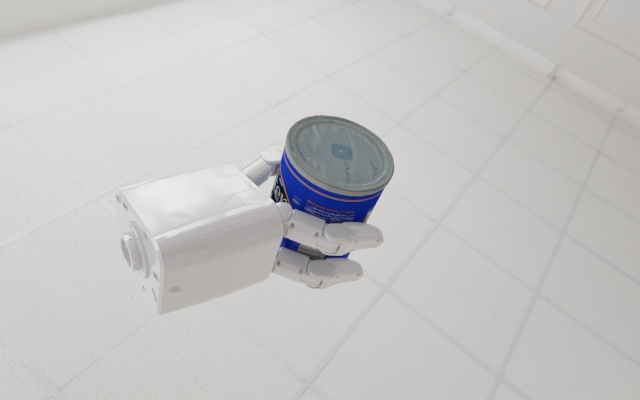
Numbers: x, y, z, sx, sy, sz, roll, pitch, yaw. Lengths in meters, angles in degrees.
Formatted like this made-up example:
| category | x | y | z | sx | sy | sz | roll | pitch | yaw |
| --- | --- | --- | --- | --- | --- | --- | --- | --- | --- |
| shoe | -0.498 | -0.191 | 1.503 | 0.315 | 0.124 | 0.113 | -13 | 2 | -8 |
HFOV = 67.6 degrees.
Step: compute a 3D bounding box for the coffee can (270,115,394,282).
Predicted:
| category | x | y | z | sx | sy | sz | roll | pitch | yaw |
| --- | --- | --- | --- | --- | --- | --- | --- | --- | --- |
| coffee can | 0.000 | 0.001 | 0.478 | 0.103 | 0.102 | 0.140 | 0 | -42 | -22 |
